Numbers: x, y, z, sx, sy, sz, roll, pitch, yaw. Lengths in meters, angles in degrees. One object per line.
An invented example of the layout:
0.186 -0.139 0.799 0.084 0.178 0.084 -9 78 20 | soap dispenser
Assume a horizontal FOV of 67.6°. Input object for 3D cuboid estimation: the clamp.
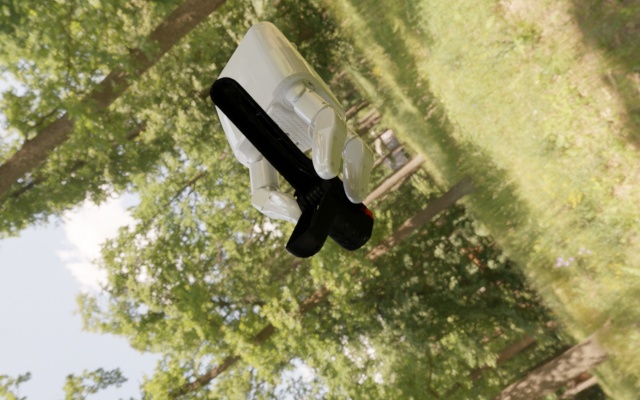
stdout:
0.000 0.002 0.405 0.036 0.164 0.210 -36 -36 13 | clamp
